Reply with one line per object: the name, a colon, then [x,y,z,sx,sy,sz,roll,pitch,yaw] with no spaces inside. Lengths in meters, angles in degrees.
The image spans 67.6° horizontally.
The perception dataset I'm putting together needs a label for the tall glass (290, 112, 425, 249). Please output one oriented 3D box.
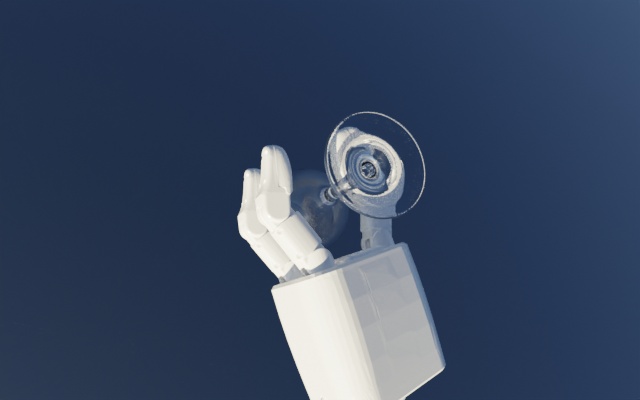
tall glass: [0.000,0.001,0.400,0.079,0.079,0.201,0,-14,-23]
